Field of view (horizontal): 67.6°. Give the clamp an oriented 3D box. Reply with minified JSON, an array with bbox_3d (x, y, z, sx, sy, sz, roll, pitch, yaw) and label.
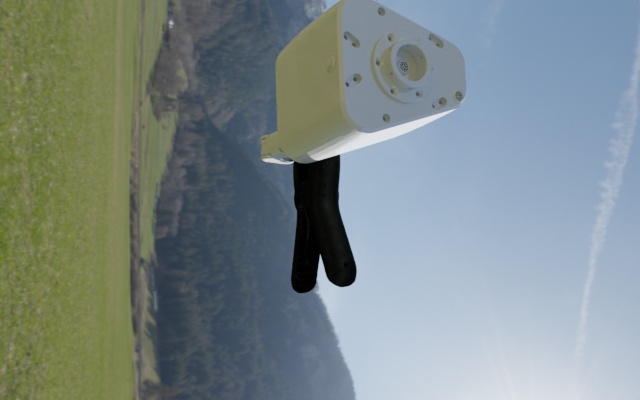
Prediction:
[{"bbox_3d":[0.001,0.001,0.425,0.039,0.171,0.120,0,-4,-26],"label":"clamp"}]
